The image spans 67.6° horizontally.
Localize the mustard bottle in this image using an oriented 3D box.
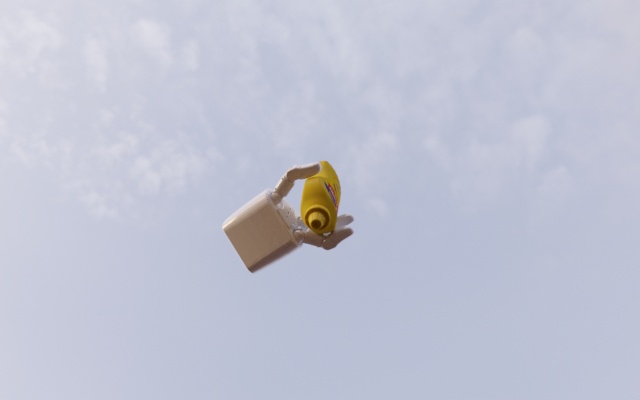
[{"bbox_3d":[0.000,0.002,0.811,0.058,0.096,0.191,-10,20,9],"label":"mustard bottle"}]
